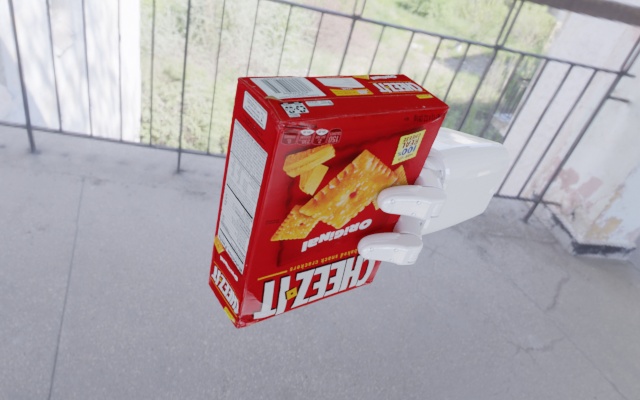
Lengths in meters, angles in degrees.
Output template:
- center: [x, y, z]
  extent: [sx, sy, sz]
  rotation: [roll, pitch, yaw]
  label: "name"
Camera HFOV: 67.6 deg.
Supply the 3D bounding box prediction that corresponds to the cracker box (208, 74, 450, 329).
- center: [0.000, 0.001, 0.420]
  extent: [0.164, 0.214, 0.072]
  rotation: [-11, 43, -34]
  label: "cracker box"
